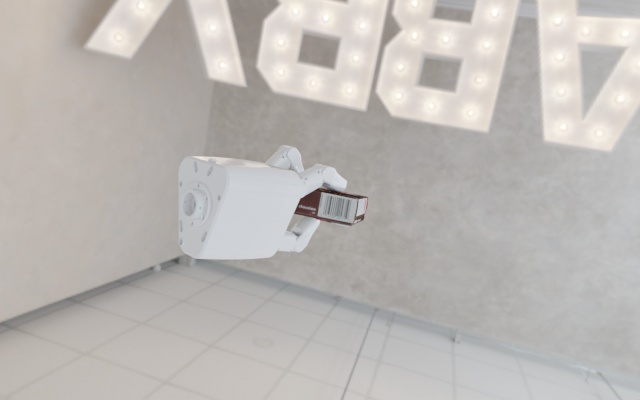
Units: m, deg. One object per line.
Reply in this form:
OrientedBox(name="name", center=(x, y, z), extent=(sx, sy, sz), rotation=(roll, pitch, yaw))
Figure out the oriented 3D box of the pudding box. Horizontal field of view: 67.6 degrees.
OrientedBox(name="pudding box", center=(0.000, 0.002, 0.629), extent=(0.113, 0.039, 0.090), rotation=(13, 6, 13))
